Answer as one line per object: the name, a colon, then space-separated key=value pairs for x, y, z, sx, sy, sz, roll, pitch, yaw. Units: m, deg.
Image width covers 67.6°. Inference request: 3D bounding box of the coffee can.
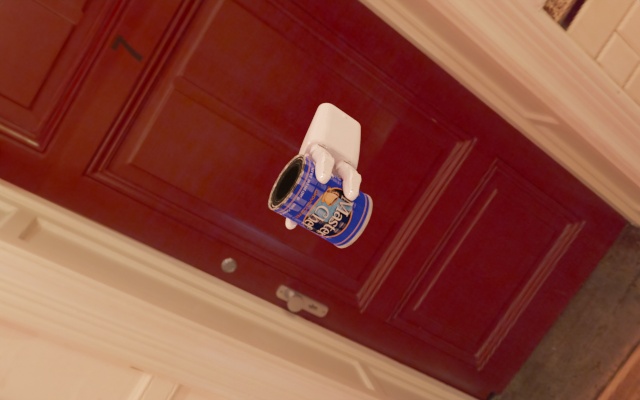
coffee can: x=0.000 y=0.003 z=0.790 sx=0.140 sy=0.103 sz=0.103 roll=31 pitch=-12 yaw=-22
